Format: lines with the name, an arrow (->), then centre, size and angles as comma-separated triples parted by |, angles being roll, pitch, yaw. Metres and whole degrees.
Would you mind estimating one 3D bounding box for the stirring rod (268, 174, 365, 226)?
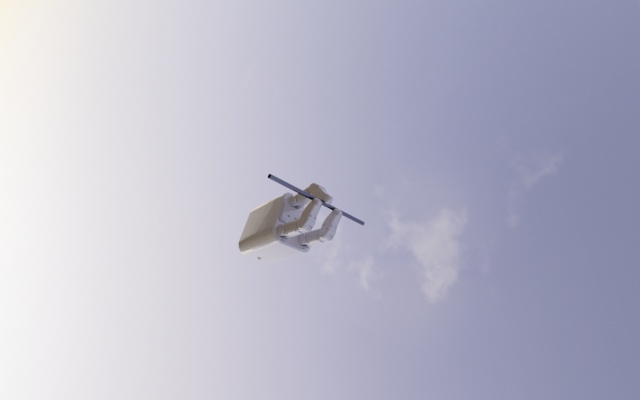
stirring rod -> 0.000, 0.003, 0.833 | 0.011, 0.011, 0.239 | 0, -20, 46
